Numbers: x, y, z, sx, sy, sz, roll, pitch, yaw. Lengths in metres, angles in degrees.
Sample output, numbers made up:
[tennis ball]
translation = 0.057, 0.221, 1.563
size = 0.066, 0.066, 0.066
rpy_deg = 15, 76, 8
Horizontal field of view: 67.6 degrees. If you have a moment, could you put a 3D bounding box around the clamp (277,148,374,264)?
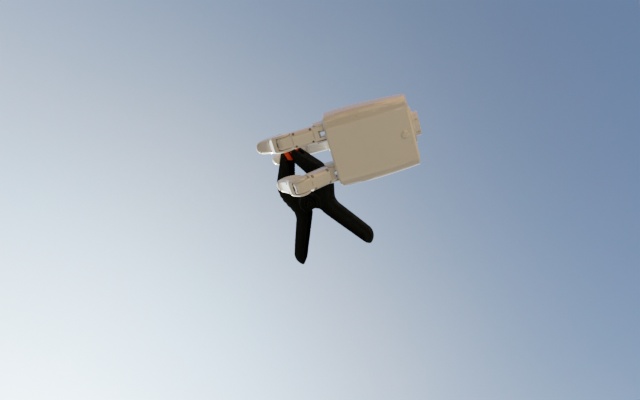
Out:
[clamp]
translation = 0.000, 0.002, 0.654
size = 0.120, 0.171, 0.039
rpy_deg = -13, 17, 13
